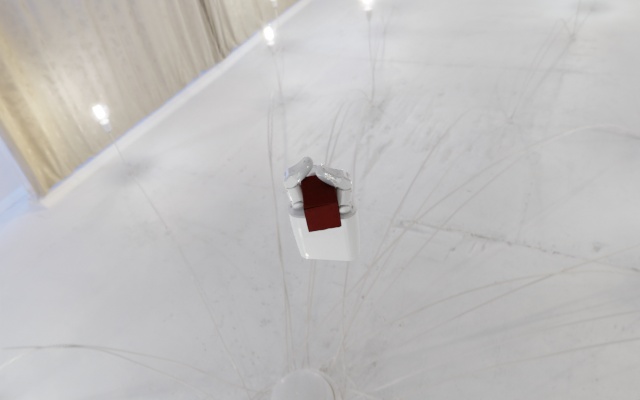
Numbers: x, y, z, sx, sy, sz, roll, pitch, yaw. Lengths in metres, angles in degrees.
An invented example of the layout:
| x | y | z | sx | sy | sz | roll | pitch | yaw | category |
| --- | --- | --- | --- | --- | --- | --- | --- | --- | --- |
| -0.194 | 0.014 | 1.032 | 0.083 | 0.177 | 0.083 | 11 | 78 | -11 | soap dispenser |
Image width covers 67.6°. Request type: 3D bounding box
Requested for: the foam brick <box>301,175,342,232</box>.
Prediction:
| x | y | z | sx | sy | sz | roll | pitch | yaw | category |
| --- | --- | --- | --- | --- | --- | --- | --- | --- | --- |
| 0.000 | 0.003 | 0.732 | 0.053 | 0.051 | 0.078 | -9 | 39 | 1 | foam brick |
